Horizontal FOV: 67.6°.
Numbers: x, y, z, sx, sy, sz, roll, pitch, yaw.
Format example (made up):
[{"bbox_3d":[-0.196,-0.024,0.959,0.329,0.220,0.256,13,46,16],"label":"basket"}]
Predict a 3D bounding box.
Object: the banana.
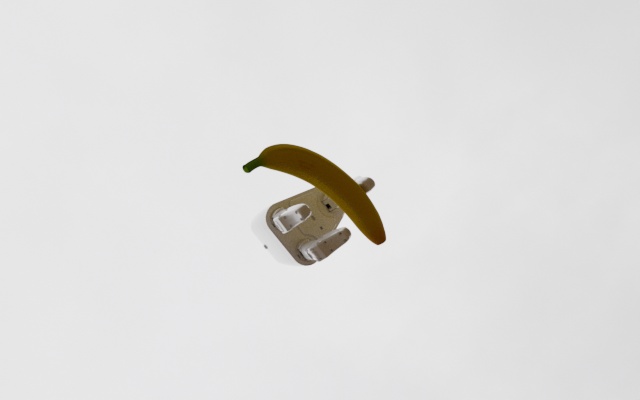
[{"bbox_3d":[0.004,-0.016,0.570,0.198,0.069,0.037,28,-21,-18],"label":"banana"}]
